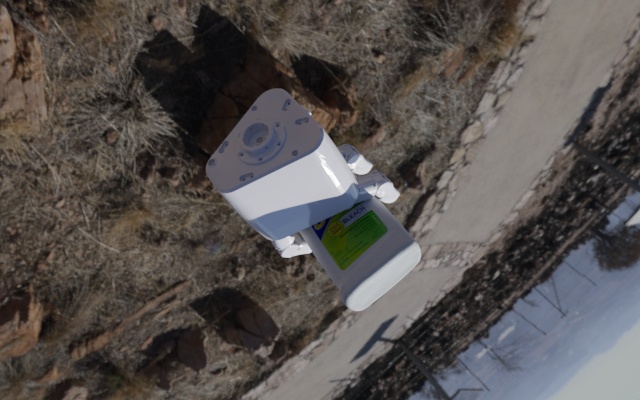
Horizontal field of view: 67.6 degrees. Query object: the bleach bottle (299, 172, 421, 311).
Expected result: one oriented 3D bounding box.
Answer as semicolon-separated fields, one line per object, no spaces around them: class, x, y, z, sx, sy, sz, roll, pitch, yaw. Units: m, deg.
bleach bottle;0.000;0.002;0.562;0.250;0.102;0.068;49;-4;33
